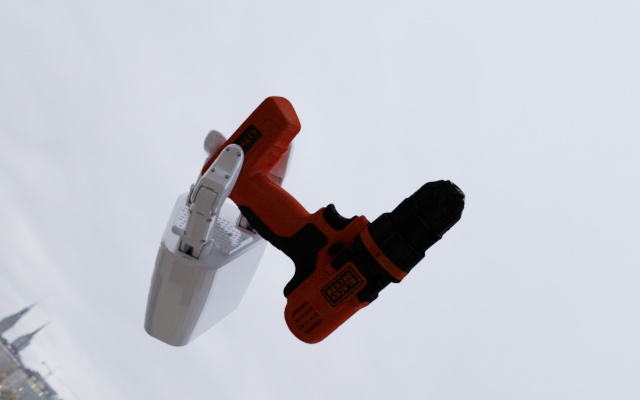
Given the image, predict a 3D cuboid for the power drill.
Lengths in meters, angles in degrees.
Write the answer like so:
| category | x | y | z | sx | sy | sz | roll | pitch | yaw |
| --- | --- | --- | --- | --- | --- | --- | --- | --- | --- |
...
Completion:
| category | x | y | z | sx | sy | sz | roll | pitch | yaw |
| --- | --- | --- | --- | --- | --- | --- | --- | --- | --- |
| power drill | 0.000 | 0.001 | 0.408 | 0.184 | 0.187 | 0.057 | -44 | -15 | 13 |
